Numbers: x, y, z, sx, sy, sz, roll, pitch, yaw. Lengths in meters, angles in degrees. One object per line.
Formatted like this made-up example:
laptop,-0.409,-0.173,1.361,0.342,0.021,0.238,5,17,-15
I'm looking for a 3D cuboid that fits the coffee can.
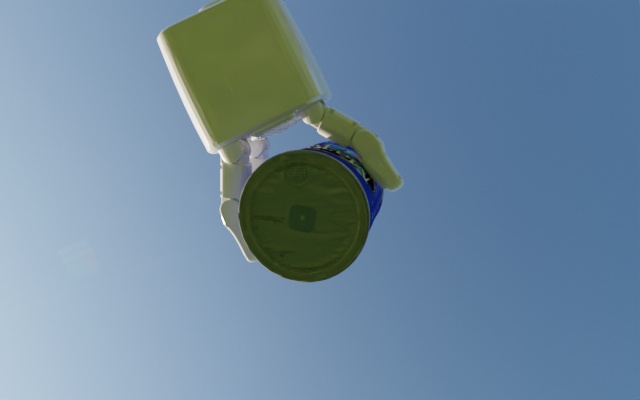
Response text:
coffee can,0.000,0.002,0.427,0.103,0.103,0.140,0,10,12
